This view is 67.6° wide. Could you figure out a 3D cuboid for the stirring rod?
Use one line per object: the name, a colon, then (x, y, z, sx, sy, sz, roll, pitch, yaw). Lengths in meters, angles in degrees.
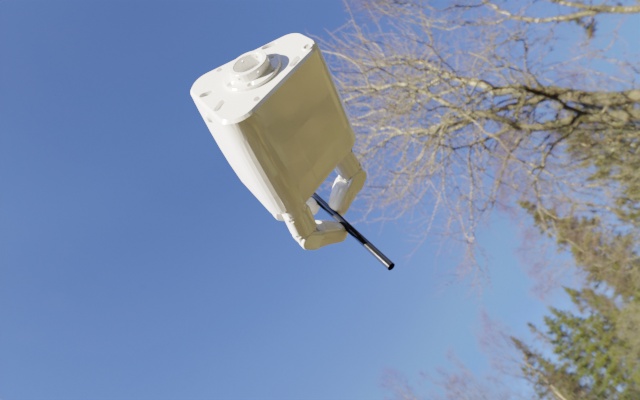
stirring rod: (0.000, 0.002, 0.517, 0.011, 0.011, 0.239, 0, 29, -38)
